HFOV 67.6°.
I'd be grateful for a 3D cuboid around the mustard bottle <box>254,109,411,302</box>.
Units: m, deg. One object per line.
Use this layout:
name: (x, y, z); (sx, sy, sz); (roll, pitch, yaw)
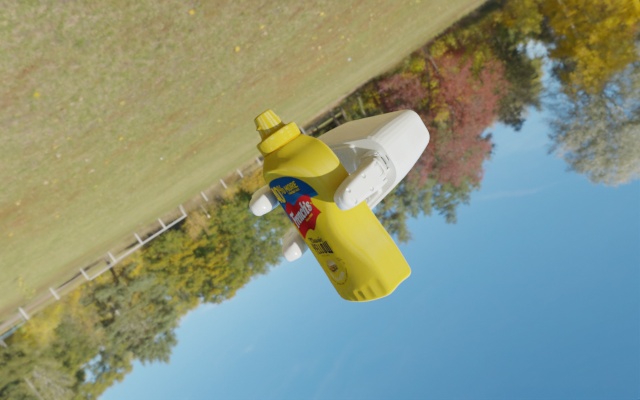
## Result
mustard bottle: (0.000, 0.002, 0.440); (0.058, 0.191, 0.096); (-37, 8, -25)
